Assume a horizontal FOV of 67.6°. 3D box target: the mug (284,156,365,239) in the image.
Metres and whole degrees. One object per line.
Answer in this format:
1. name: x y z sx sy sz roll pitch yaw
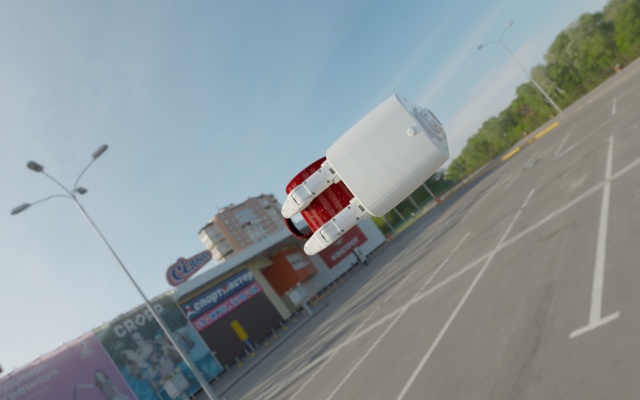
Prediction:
1. mug: -0.001 0.003 0.625 0.117 0.081 0.093 -39 -8 23
